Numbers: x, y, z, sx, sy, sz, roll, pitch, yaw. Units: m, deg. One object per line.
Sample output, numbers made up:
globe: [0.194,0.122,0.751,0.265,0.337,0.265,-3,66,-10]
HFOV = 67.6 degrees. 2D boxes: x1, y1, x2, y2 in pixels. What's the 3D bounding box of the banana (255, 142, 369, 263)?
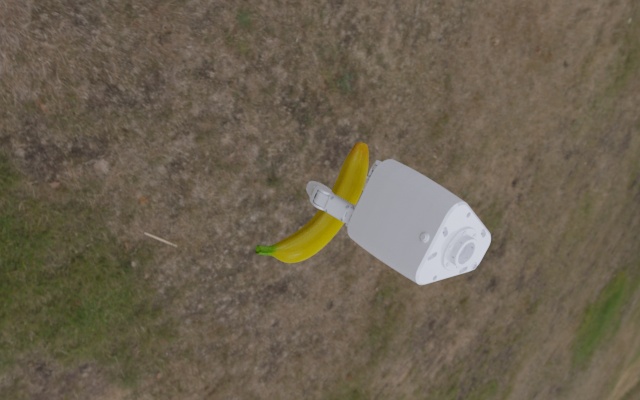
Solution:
banana: [0.007,0.014,0.621,0.037,0.198,0.070,37,-9,44]
